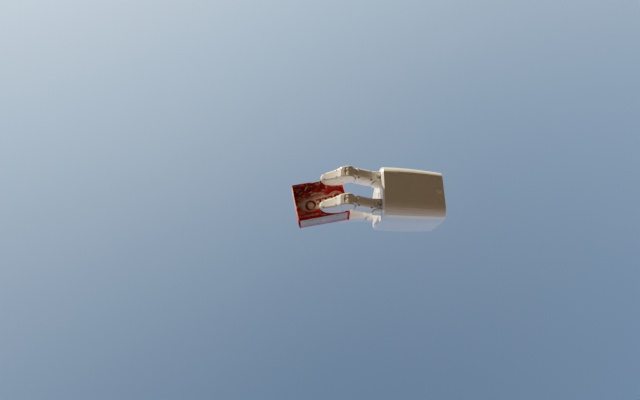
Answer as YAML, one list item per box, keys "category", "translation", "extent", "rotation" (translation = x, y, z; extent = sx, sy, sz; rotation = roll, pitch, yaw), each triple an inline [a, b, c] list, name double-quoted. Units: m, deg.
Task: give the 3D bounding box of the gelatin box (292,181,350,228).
- category: "gelatin box"
  translation: [0.000, 0.003, 0.816]
  extent: [0.089, 0.073, 0.030]
  rotation: [-10, -31, -5]
